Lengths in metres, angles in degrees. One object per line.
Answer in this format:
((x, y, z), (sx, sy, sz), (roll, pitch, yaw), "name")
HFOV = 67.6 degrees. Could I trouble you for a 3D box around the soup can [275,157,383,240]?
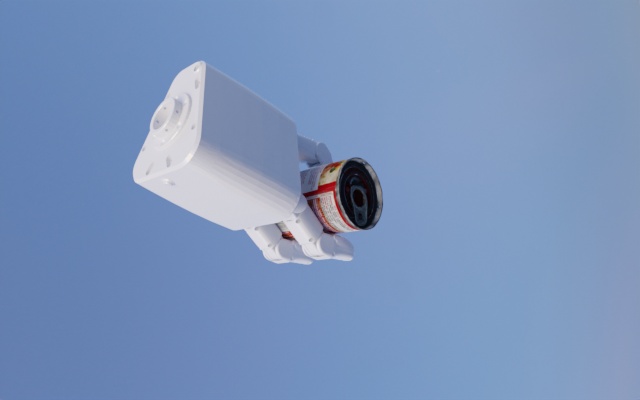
((0.000, 0.002, 0.468), (0.102, 0.068, 0.068), (-12, -8, 40), "soup can")
